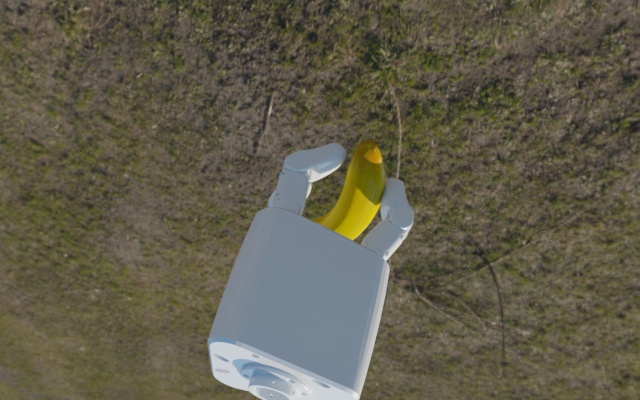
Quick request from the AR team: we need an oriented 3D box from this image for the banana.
[{"bbox_3d":[0.013,0.013,0.469,0.069,0.037,0.198,33,-38,-15],"label":"banana"}]
